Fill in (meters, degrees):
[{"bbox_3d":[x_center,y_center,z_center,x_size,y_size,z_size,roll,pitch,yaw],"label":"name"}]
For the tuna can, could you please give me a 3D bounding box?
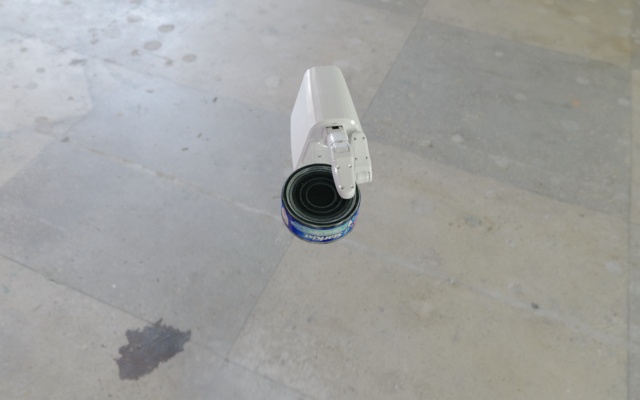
[{"bbox_3d":[0.000,0.001,0.514,0.086,0.086,0.034,0,-34,-3],"label":"tuna can"}]
